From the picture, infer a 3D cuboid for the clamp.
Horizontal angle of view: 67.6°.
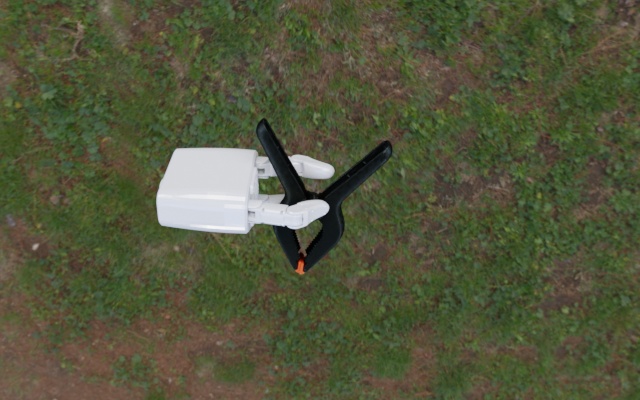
[{"bbox_3d":[0.000,0.003,0.610,0.164,0.210,0.036,4,27,0],"label":"clamp"}]
